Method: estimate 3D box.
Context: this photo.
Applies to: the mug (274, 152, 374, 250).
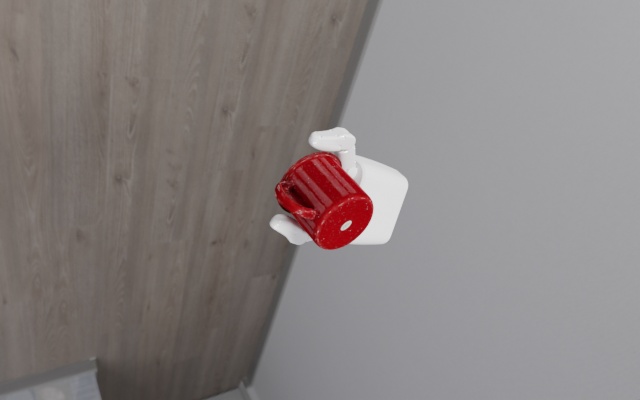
[{"bbox_3d":[-0.001,0.002,0.551,0.117,0.093,0.081,9,31,-45],"label":"mug"}]
